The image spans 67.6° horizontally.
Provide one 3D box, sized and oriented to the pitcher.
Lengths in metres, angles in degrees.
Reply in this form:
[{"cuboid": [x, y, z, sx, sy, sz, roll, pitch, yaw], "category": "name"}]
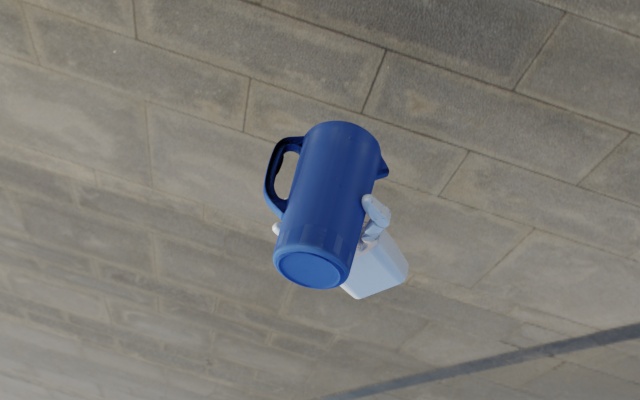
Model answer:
[{"cuboid": [0.000, 0.002, 0.719, 0.149, 0.242, 0.145, -14, -47, 32], "category": "pitcher"}]
